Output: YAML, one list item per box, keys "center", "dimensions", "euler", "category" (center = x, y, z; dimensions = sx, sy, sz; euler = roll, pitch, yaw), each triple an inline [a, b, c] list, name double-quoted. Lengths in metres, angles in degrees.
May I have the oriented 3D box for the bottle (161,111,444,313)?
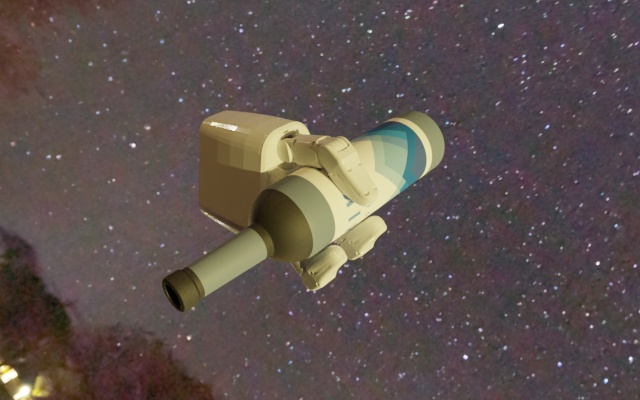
- center: [0.000, 0.001, 0.409]
  dimensions: [0.295, 0.069, 0.069]
  euler: [-32, 21, -37]
  category: "bottle"
